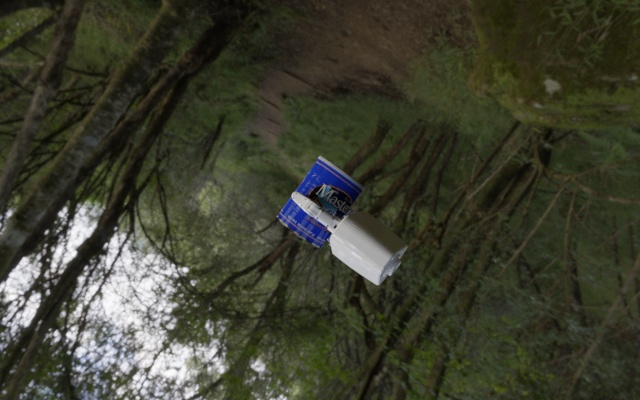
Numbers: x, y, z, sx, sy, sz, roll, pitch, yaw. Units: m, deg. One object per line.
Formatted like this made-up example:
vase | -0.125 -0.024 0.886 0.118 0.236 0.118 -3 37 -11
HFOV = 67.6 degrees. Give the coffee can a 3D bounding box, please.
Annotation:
coffee can | 0.000 0.003 0.888 0.103 0.140 0.103 36 2 -2
